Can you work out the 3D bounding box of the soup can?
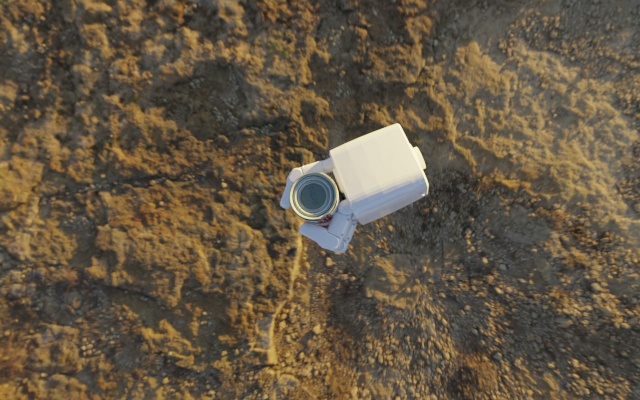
[{"bbox_3d":[0.000,0.002,0.675,0.068,0.068,0.102,0,-9,11],"label":"soup can"}]
